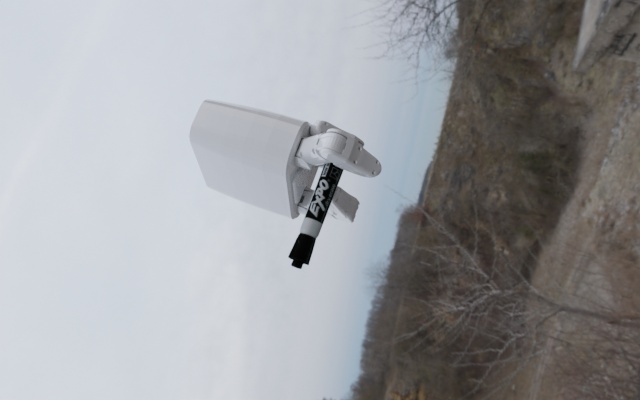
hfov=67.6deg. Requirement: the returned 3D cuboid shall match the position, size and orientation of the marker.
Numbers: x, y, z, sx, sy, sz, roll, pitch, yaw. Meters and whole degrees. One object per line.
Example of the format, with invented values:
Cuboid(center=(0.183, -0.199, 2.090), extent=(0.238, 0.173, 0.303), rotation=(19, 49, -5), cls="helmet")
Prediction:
Cuboid(center=(0.000, 0.001, 0.415), extent=(0.020, 0.121, 0.020), rotation=(19, -14, 5), cls="marker")
